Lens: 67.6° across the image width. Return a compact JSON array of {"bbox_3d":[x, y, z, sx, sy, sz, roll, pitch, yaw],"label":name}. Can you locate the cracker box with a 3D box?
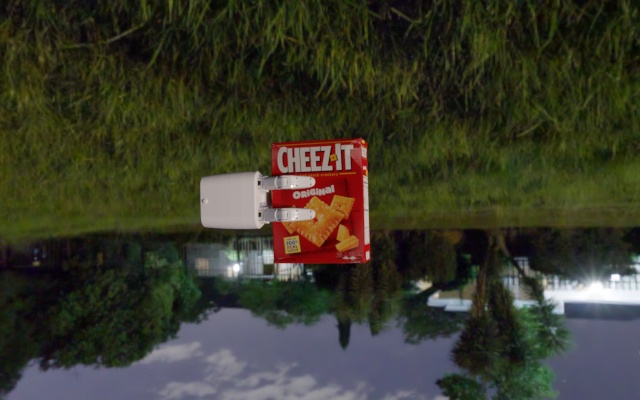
[{"bbox_3d":[0.000,0.003,0.840,0.164,0.213,0.072,-2,-2,12],"label":"cracker box"}]
